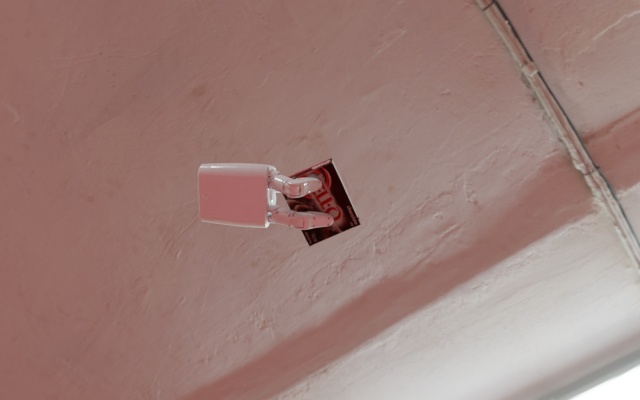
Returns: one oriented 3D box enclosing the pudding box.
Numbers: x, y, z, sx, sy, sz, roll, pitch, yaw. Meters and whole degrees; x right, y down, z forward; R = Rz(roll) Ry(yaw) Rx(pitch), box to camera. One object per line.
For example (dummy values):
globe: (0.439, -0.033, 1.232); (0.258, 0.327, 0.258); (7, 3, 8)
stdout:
pudding box: (0.000, 0.002, 0.746); (0.090, 0.113, 0.039); (-24, 17, 9)
